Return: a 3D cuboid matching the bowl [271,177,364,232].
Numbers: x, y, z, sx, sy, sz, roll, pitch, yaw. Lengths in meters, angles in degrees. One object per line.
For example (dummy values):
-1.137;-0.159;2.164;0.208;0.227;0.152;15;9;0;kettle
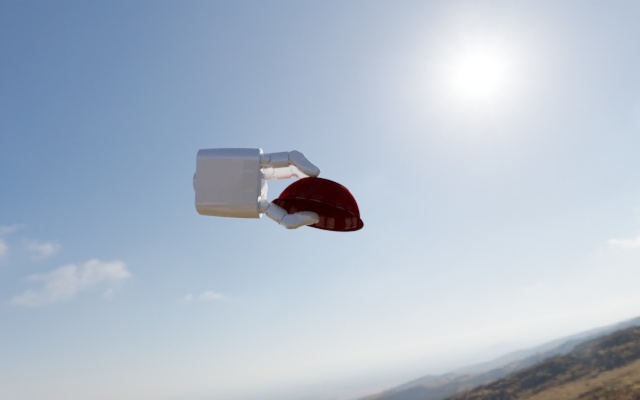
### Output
0.001;0.003;0.813;0.162;0.055;0.162;13;-18;4;bowl
